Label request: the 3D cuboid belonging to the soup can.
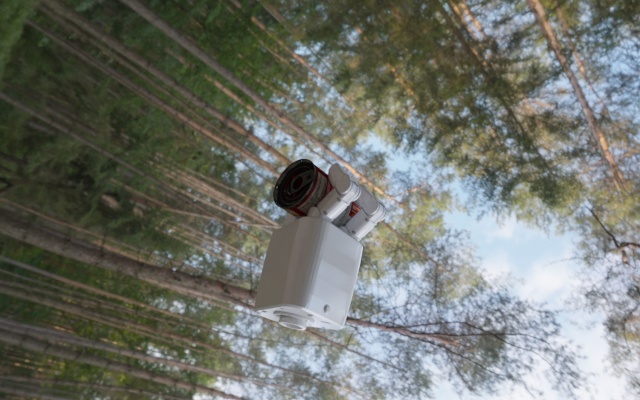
[{"bbox_3d":[0.000,0.002,0.602,0.068,0.068,0.102,0,-27,46],"label":"soup can"}]
